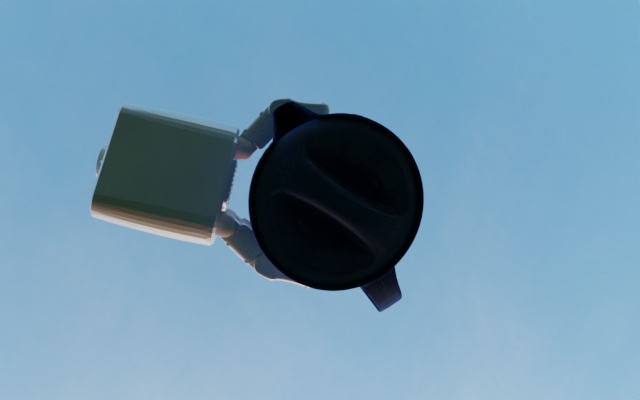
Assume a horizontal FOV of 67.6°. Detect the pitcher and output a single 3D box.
[{"bbox_3d":[0.000,0.001,0.466,0.145,0.149,0.243,14,3,-10],"label":"pitcher"}]
